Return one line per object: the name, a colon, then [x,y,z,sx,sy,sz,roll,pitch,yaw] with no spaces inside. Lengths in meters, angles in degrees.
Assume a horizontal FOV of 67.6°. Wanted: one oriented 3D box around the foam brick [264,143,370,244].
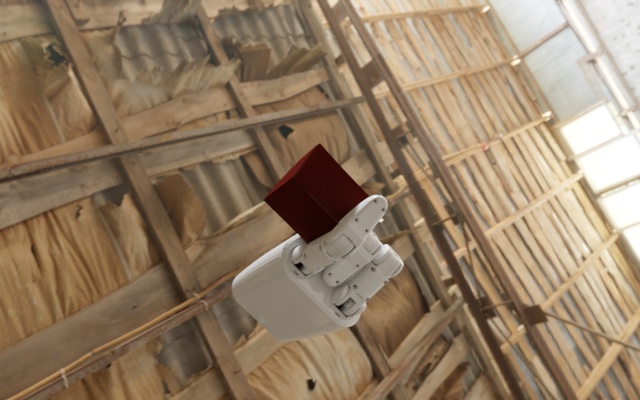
foam brick: [0.000,0.001,0.424,0.051,0.078,0.053,-32,16,47]
